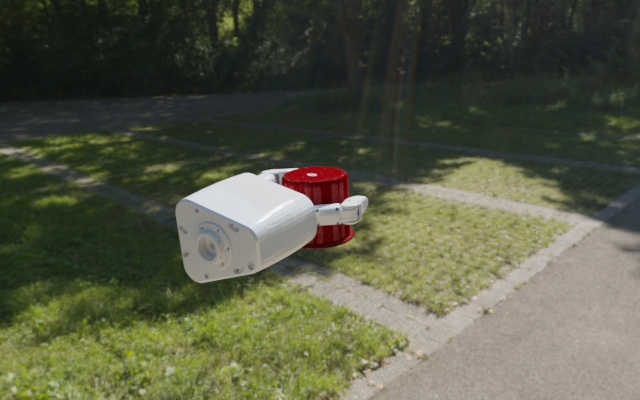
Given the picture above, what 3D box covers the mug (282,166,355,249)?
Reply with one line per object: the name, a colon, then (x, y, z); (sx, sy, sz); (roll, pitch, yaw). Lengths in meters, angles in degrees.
mug: (0.001, 0.001, 0.603); (0.093, 0.081, 0.117); (6, 19, 26)
